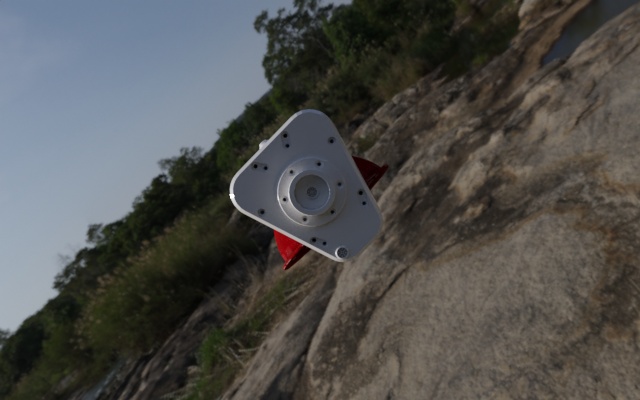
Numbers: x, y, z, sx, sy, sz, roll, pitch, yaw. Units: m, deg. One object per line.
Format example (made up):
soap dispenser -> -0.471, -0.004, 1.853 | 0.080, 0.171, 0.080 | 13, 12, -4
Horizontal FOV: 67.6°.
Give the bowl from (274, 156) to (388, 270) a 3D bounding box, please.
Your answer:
bowl -> 0.000, 0.002, 0.530 | 0.055, 0.162, 0.162 | 45, 7, 7
